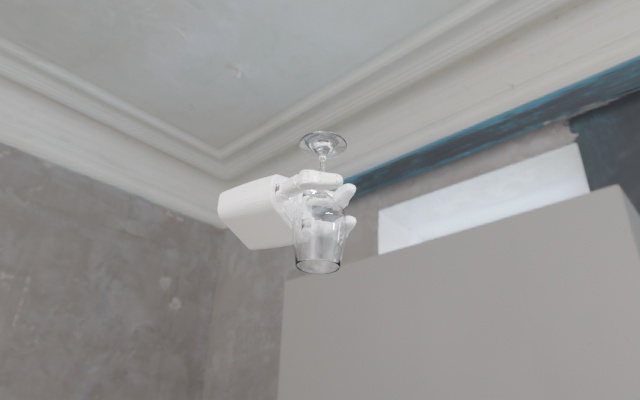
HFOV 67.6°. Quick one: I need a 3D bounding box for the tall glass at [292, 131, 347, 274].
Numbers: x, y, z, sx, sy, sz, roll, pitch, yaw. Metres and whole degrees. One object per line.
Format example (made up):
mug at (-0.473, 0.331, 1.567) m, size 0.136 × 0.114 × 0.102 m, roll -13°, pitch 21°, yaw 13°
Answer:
tall glass at (0.000, 0.002, 0.696) m, size 0.079 × 0.201 × 0.079 m, roll 2°, pitch -27°, yaw 1°
